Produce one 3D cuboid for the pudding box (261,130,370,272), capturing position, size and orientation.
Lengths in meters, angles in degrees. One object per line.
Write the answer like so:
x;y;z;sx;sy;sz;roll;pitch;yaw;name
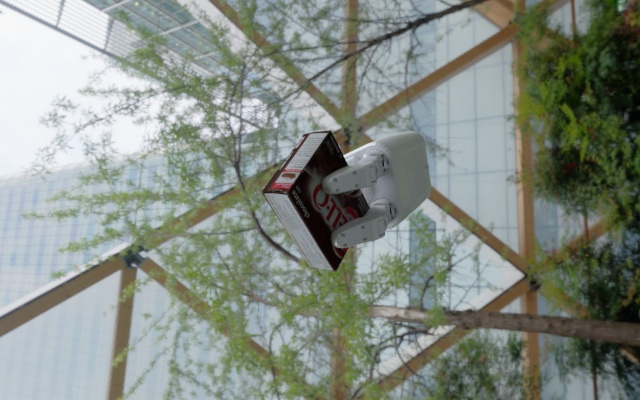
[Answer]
0.000;0.002;0.478;0.039;0.113;0.090;-1;44;38;pudding box
